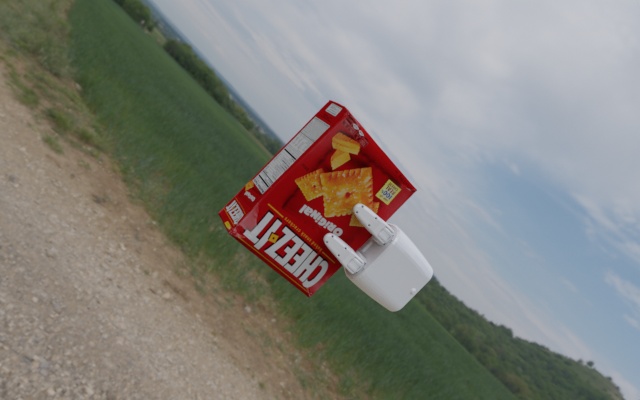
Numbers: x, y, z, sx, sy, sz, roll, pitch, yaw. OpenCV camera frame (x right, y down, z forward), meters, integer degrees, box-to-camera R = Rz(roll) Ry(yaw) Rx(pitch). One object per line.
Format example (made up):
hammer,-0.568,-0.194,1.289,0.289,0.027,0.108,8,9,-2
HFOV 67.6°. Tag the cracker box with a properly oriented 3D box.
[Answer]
cracker box,0.000,0.002,0.639,0.164,0.213,0.072,44,0,-31
